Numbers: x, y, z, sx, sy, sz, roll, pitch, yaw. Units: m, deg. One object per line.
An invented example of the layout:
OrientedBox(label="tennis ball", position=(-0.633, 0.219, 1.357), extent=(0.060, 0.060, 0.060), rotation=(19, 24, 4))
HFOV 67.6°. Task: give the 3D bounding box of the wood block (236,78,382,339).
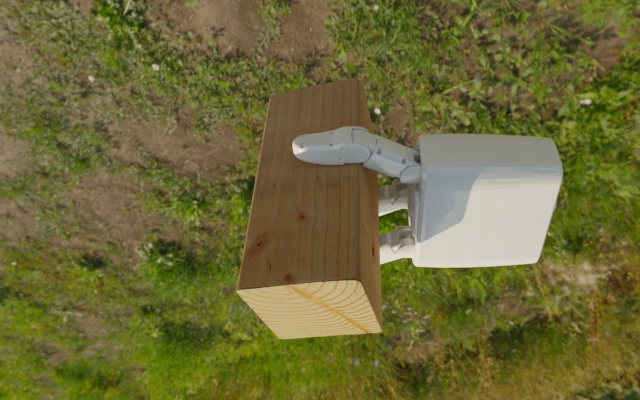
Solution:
OrientedBox(label="wood block", position=(0.000, 0.001, 0.414), extent=(0.090, 0.206, 0.091), rotation=(-8, -39, 14))
